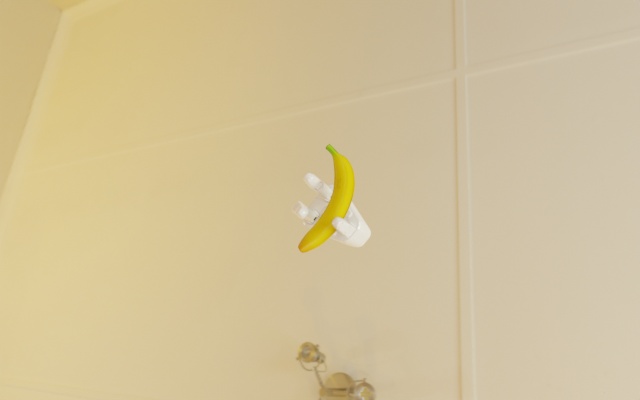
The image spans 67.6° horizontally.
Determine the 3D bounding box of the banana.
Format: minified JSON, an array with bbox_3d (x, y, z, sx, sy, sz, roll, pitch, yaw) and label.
[{"bbox_3d":[0.019,0.004,0.846,0.069,0.198,0.037,15,-4,10],"label":"banana"}]
